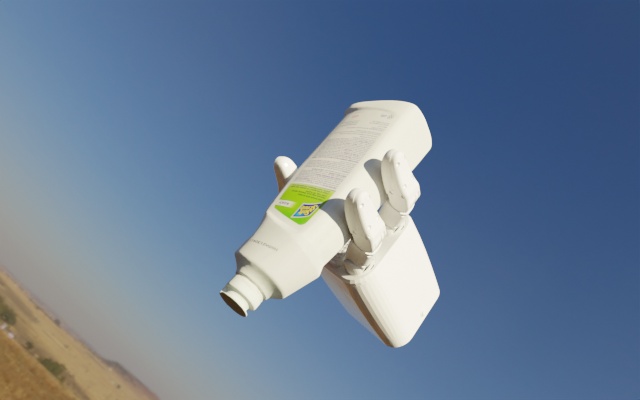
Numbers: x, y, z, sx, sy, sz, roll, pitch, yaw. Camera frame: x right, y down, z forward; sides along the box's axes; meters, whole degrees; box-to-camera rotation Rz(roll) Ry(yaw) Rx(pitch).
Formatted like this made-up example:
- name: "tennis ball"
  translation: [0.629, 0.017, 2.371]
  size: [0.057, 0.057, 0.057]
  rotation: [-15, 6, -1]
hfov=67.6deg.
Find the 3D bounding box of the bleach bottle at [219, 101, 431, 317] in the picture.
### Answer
- name: "bleach bottle"
  translation: [0.000, 0.001, 0.443]
  size: [0.102, 0.068, 0.250]
  rotation: [8, 46, 47]
